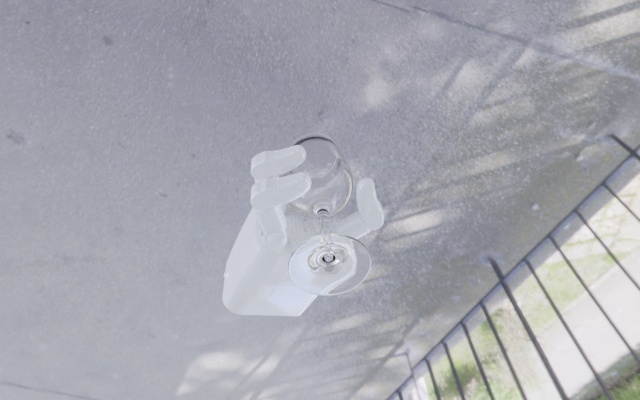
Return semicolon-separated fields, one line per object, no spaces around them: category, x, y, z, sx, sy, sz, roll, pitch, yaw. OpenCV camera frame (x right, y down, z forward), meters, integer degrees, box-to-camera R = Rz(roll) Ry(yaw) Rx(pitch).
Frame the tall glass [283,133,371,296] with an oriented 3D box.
tall glass;0.000;0.002;0.502;0.079;0.079;0.201;0;35;-6
